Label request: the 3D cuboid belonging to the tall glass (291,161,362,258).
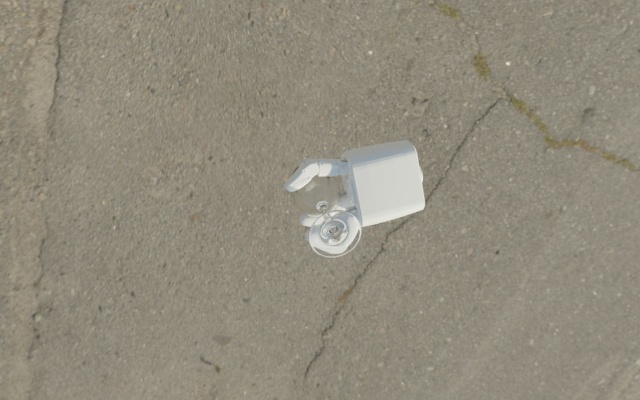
[{"bbox_3d":[0.000,0.003,0.733,0.079,0.079,0.201,0,26,-14],"label":"tall glass"}]
